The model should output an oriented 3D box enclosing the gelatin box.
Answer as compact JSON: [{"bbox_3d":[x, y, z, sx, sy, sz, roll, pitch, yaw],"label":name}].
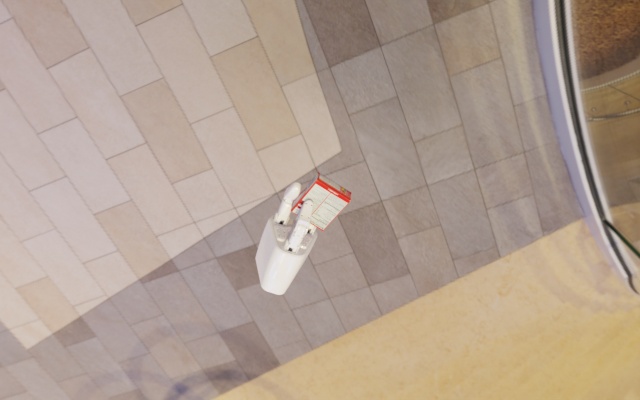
[{"bbox_3d":[0.000,0.003,0.851,0.073,0.089,0.030,31,32,-16],"label":"gelatin box"}]
